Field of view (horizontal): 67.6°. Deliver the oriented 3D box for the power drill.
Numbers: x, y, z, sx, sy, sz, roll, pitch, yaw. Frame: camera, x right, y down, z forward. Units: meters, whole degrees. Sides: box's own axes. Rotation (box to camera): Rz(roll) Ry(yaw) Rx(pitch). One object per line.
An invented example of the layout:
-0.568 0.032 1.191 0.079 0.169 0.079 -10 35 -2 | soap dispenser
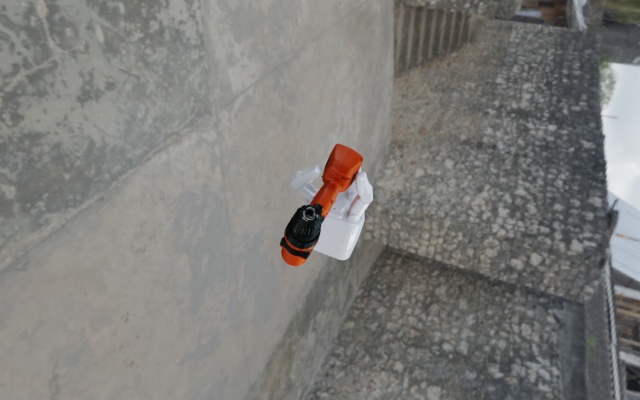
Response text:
0.000 0.002 0.751 0.057 0.187 0.184 31 -26 2 | power drill
